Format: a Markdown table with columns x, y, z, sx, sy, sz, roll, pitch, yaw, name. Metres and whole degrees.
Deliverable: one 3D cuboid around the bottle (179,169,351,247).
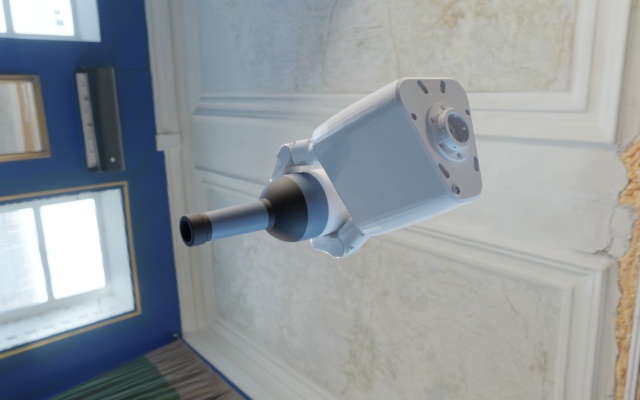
| x | y | z | sx | sy | sz | roll | pitch | yaw | name |
| --- | --- | --- | --- | --- | --- | --- | --- | --- | --- |
| 0.000 | 0.002 | 0.487 | 0.295 | 0.069 | 0.069 | -12 | 8 | -40 | bottle |
